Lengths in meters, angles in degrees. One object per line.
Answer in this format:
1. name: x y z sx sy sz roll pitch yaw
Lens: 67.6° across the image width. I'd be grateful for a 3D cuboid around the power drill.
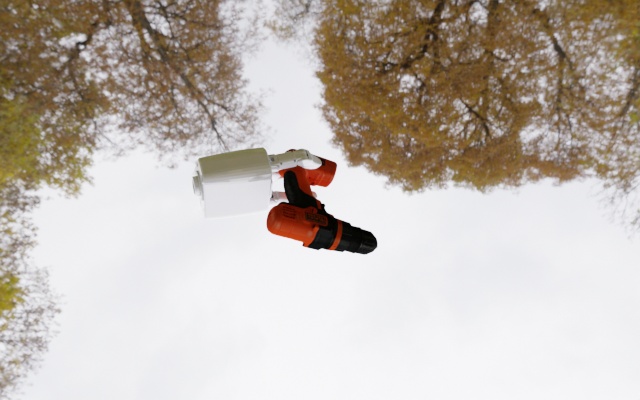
1. power drill: 0.000 0.002 0.786 0.184 0.057 0.187 17 37 -22
